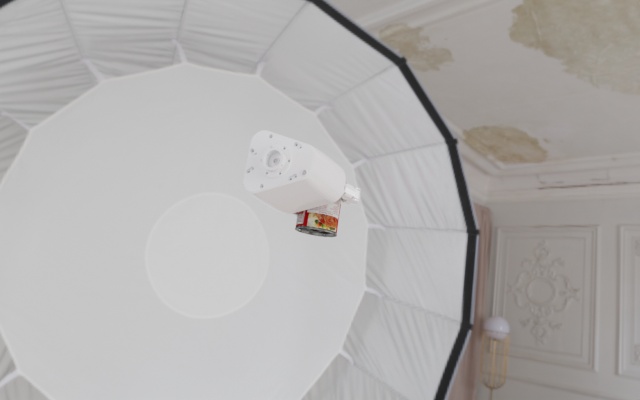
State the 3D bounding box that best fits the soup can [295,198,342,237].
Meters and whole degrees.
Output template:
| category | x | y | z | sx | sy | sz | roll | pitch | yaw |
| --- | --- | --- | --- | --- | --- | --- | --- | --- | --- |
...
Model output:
| category | x | y | z | sx | sy | sz | roll | pitch | yaw |
| --- | --- | --- | --- | --- | --- | --- | --- | --- | --- |
| soup can | 0.000 | 0.002 | 0.770 | 0.068 | 0.102 | 0.068 | 8 | -12 | 2 |
